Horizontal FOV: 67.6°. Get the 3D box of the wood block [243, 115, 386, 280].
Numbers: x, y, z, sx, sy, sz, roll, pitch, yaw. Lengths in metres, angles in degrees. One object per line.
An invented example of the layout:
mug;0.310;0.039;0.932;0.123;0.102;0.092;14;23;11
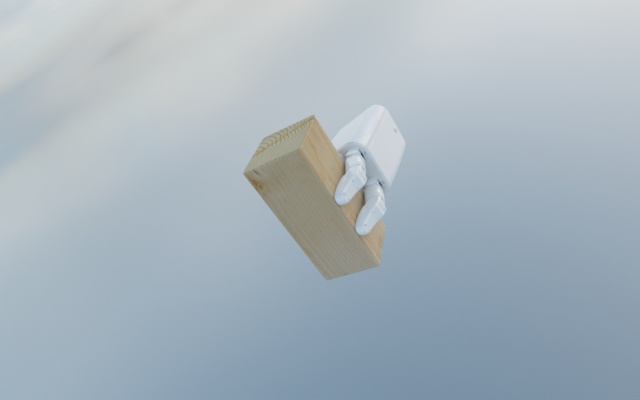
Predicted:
wood block;0.000;0.002;0.656;0.091;0.206;0.090;-20;31;28
